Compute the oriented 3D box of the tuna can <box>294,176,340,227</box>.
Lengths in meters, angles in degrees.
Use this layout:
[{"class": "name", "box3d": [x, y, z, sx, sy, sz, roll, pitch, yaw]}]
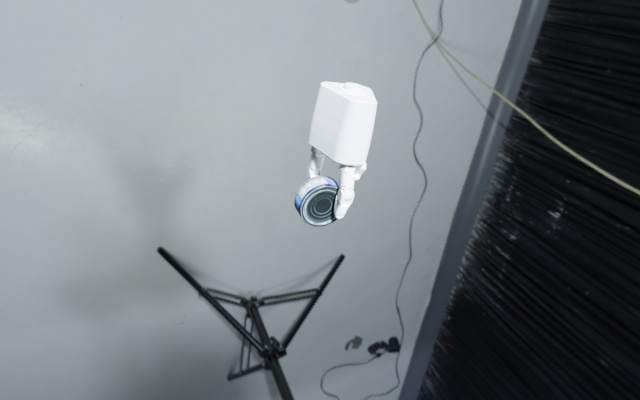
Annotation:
[{"class": "tuna can", "box3d": [0.000, 0.003, 0.819, 0.086, 0.086, 0.033, 0, 32, -23]}]
